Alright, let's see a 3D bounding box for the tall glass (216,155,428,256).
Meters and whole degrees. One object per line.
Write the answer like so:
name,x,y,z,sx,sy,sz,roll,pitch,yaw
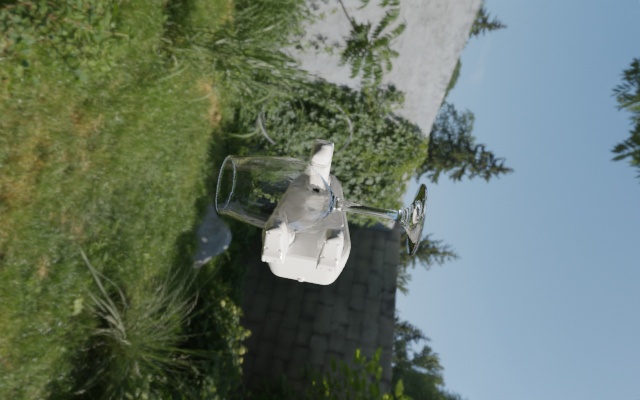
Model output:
tall glass,0.001,0.002,0.485,0.201,0.079,0.079,11,0,1
